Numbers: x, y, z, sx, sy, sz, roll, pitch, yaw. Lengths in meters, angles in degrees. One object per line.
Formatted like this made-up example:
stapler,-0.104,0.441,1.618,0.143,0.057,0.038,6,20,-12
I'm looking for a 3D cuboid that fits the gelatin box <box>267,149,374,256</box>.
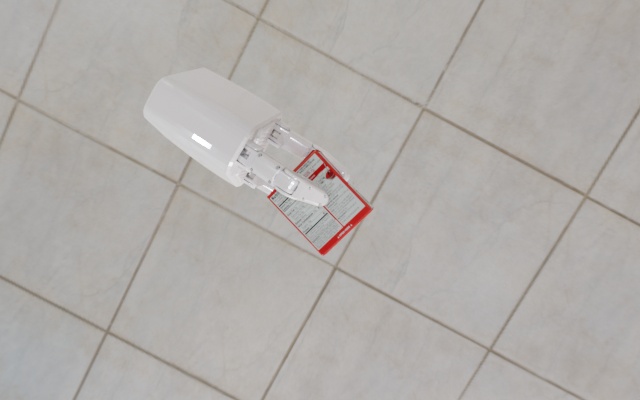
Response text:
gelatin box,0.000,0.002,0.507,0.073,0.089,0.030,-44,-4,10
